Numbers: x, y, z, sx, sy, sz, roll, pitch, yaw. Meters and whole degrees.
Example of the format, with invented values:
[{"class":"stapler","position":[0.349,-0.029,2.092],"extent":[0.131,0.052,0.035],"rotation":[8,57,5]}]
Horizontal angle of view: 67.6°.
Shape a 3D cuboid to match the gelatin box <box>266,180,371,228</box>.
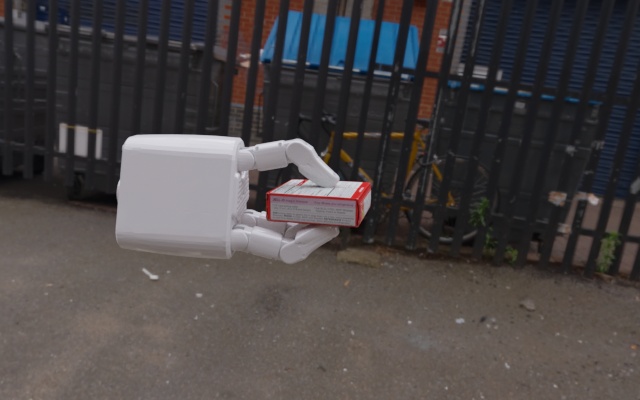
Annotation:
[{"class":"gelatin box","position":[0.000,0.001,0.463],"extent":[0.089,0.030,0.073],"rotation":[3,14,14]}]
